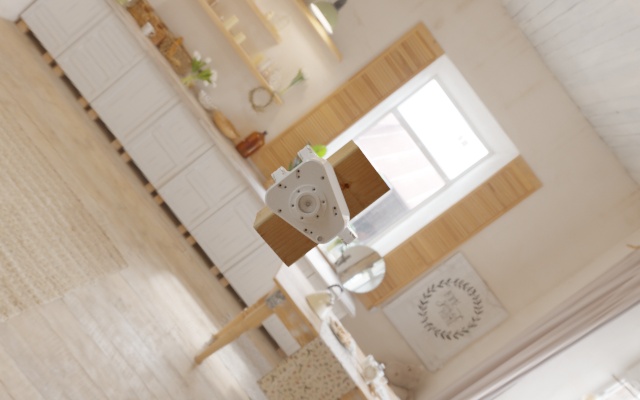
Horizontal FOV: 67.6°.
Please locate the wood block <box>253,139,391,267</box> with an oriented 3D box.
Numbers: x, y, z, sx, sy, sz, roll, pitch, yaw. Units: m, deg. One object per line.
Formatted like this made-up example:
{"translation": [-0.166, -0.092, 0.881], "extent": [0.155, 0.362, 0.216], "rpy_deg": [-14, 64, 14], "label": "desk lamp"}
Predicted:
{"translation": [0.000, 0.003, 0.783], "extent": [0.206, 0.091, 0.090], "rpy_deg": [-37, 13, 6], "label": "wood block"}
